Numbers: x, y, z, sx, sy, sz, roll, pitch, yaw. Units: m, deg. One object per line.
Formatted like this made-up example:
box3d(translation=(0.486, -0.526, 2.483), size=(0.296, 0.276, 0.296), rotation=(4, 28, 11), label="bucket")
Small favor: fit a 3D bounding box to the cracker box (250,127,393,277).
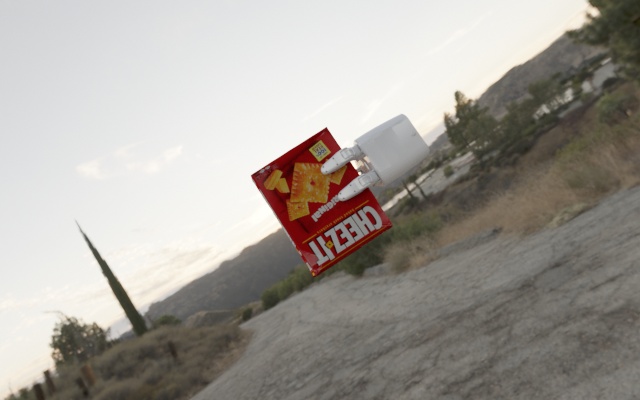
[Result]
box3d(translation=(0.000, 0.003, 0.850), size=(0.164, 0.213, 0.072), rotation=(-32, -7, -7), label="cracker box")
